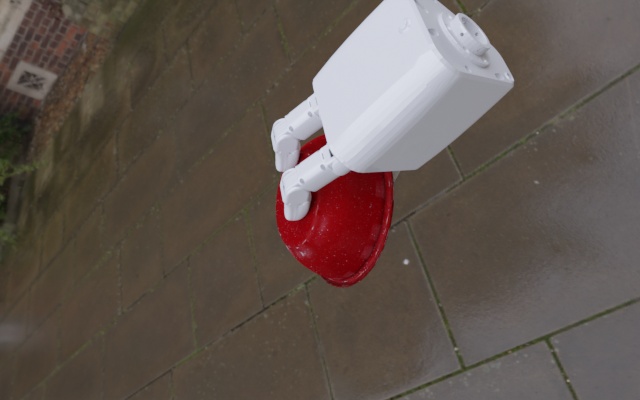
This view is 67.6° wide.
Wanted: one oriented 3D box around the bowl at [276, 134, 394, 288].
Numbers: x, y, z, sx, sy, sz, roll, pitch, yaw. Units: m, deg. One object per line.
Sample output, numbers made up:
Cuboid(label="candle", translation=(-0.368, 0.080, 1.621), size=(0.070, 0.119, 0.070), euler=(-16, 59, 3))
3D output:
Cuboid(label="bowl", translation=(-0.001, 0.002, 0.459), size=(0.055, 0.162, 0.162), euler=(6, -3, -29))
